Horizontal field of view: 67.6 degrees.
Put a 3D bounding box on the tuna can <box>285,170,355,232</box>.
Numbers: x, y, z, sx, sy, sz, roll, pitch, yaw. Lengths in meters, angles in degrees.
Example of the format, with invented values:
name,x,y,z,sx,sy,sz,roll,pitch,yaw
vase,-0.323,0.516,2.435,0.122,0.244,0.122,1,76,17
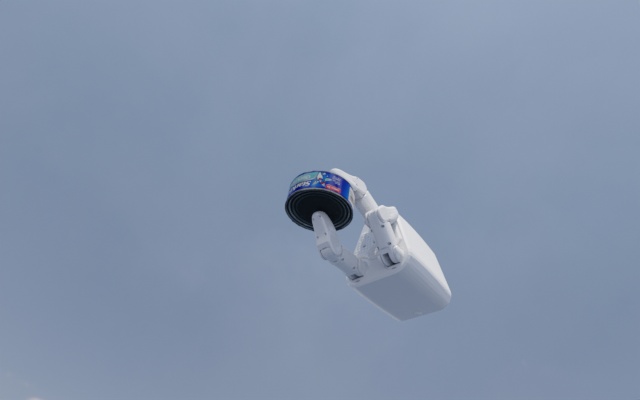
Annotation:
name,x,y,z,sx,sy,sz,roll,pitch,yaw
tuna can,0.000,0.001,0.600,0.086,0.033,0.086,6,-39,5
